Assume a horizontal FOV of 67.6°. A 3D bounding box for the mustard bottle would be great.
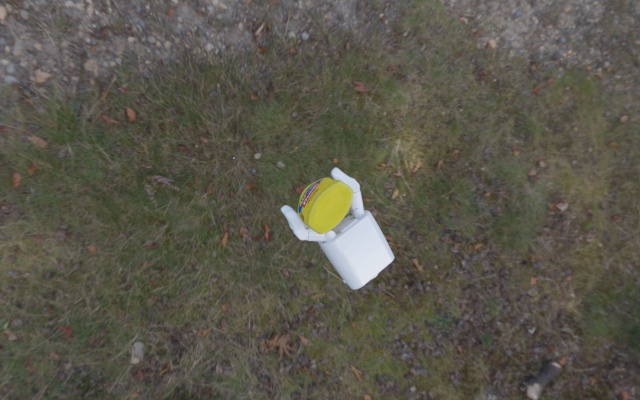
[{"bbox_3d":[0.000,0.003,0.880,0.058,0.096,0.191,35,-1,-12],"label":"mustard bottle"}]
